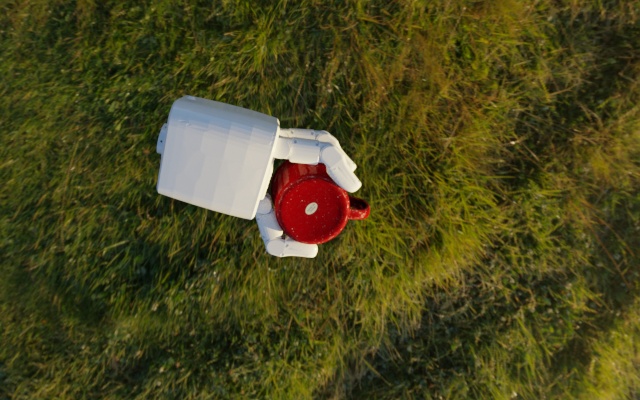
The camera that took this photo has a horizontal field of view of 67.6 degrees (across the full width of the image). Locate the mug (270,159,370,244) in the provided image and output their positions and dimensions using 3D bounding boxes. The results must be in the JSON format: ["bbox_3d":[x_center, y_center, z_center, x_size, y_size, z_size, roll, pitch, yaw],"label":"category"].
[{"bbox_3d":[0.001,0.002,0.548,0.117,0.093,0.081,14,17,-9],"label":"mug"}]
